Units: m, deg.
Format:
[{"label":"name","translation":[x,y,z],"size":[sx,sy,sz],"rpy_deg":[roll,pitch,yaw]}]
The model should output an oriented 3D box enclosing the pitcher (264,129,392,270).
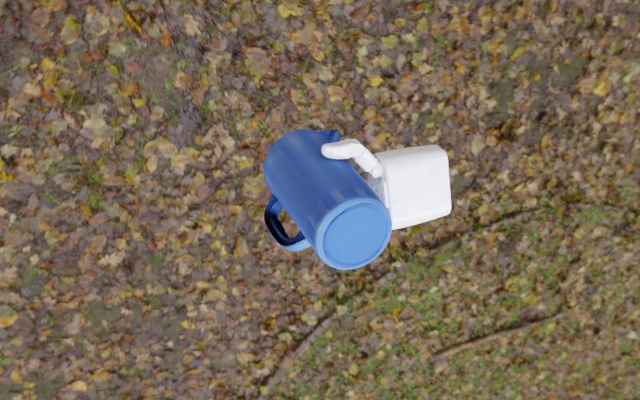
[{"label":"pitcher","translation":[0.000,0.002,0.707],"size":[0.145,0.149,0.242],"rpy_deg":[-10,29,-16]}]
